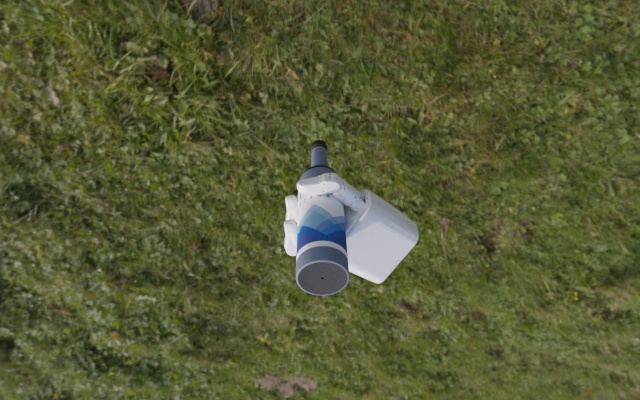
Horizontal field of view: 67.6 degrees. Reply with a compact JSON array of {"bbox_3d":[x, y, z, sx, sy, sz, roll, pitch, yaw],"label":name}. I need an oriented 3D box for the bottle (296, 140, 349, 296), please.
[{"bbox_3d":[0.000,0.002,0.702,0.069,0.069,0.295,0,40,-1],"label":"bottle"}]
